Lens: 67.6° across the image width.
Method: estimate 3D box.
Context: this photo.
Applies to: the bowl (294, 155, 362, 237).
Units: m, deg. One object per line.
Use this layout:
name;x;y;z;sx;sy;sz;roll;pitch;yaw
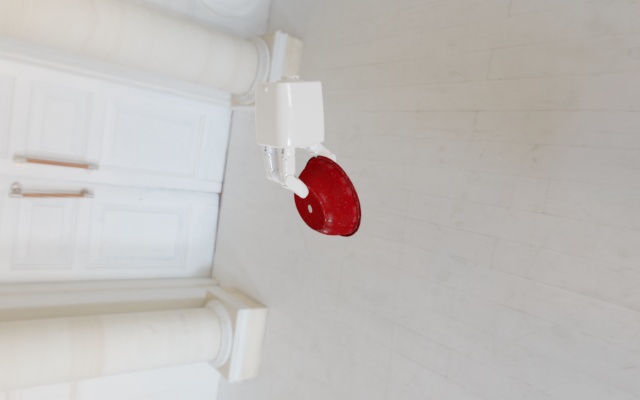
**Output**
bowl;0.000;0.004;0.862;0.055;0.162;0.162;-27;14;-30
